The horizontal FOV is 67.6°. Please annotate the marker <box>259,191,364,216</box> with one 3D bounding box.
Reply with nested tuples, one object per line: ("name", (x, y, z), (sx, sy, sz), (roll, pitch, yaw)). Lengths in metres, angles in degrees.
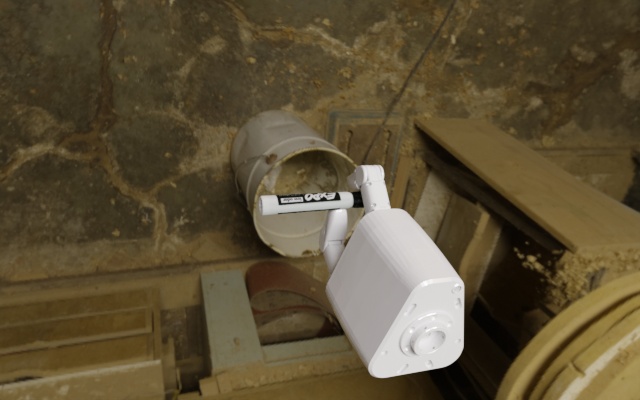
("marker", (0.000, 0.002, 0.474), (0.121, 0.020, 0.020), (-3, 1, -19))
